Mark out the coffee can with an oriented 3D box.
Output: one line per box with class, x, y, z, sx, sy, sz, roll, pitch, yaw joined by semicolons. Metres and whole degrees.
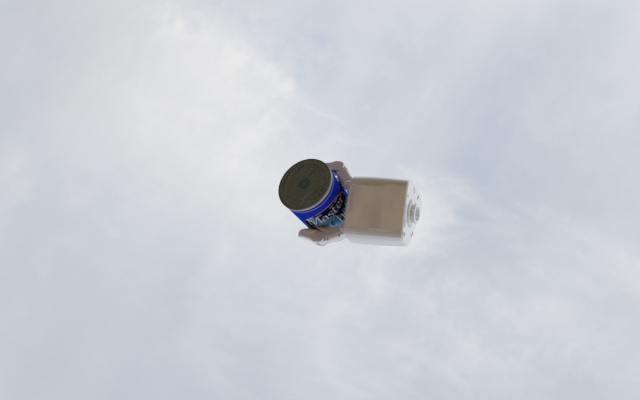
coffee can;0.000;0.003;0.875;0.103;0.102;0.140;0;-28;28
